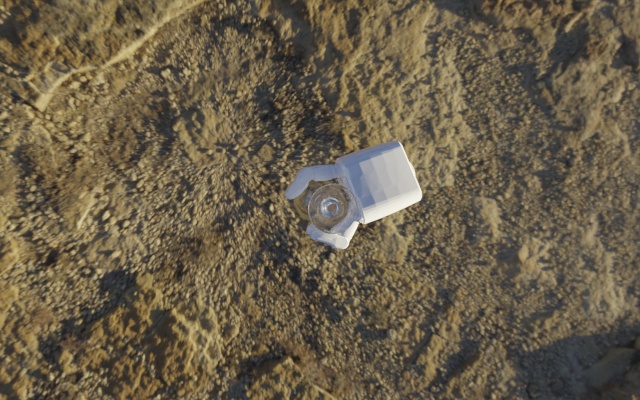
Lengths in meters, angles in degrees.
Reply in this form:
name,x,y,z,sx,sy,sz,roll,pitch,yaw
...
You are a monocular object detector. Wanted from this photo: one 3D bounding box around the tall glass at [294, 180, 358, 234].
name,x,y,z,sx,sy,sz,roll,pitch,yaw
tall glass,0.000,0.003,0.793,0.079,0.079,0.201,0,6,-11
